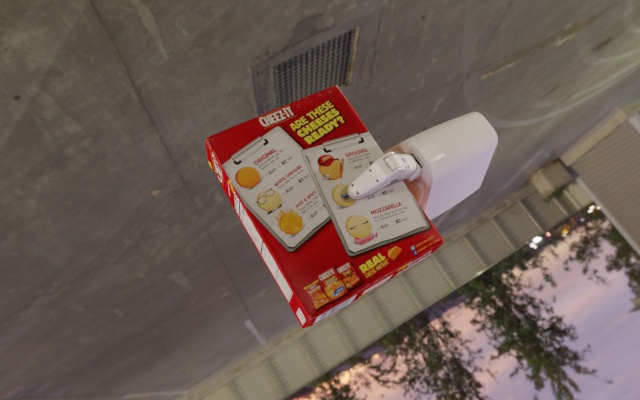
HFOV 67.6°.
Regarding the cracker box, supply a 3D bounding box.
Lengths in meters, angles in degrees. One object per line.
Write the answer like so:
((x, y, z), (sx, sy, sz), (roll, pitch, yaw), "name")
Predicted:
((0.000, 0.002, 0.511), (0.164, 0.213, 0.072), (-26, -17, -20), "cracker box")
